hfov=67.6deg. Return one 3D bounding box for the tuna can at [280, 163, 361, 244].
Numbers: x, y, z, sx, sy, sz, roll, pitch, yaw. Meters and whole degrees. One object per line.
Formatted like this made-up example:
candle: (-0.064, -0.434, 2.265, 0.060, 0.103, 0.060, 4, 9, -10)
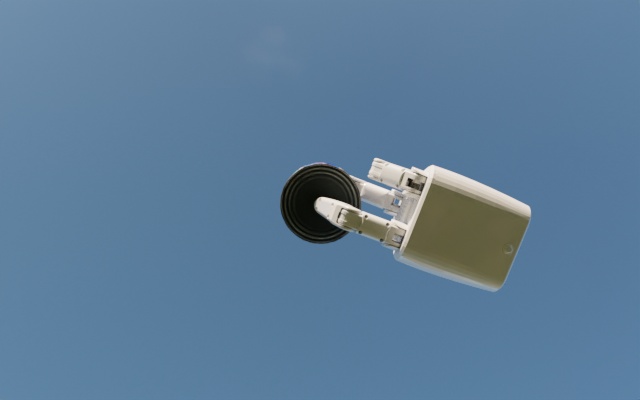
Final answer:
tuna can: (0.000, 0.002, 0.518, 0.086, 0.086, 0.033, 0, 8, -1)
